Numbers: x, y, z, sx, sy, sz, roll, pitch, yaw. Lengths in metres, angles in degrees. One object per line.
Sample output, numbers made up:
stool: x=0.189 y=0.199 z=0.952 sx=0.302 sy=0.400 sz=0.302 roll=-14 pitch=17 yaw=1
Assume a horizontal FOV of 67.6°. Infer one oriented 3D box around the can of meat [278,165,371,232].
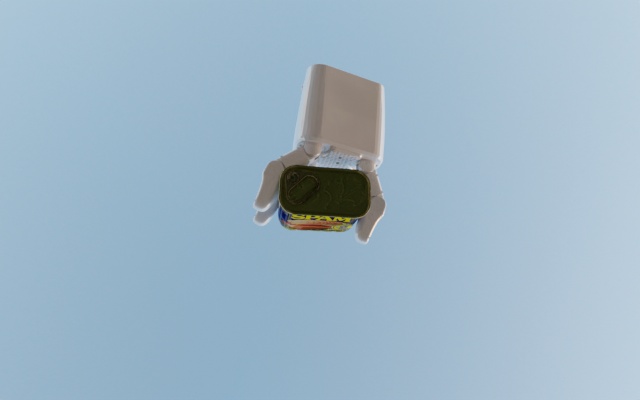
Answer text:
can of meat: x=0.000 y=0.002 z=0.561 sx=0.102 sy=0.057 sz=0.084 roll=4 pitch=-17 yaw=-7
